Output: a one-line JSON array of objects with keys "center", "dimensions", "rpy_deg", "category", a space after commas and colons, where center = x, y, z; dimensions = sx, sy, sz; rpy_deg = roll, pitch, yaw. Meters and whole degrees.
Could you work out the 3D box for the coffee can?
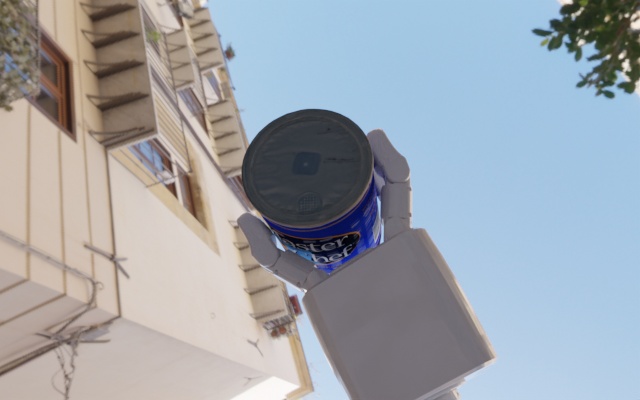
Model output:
[{"center": [0.000, 0.001, 0.425], "dimensions": [0.103, 0.102, 0.140], "rpy_deg": [0, -25, 10], "category": "coffee can"}]
